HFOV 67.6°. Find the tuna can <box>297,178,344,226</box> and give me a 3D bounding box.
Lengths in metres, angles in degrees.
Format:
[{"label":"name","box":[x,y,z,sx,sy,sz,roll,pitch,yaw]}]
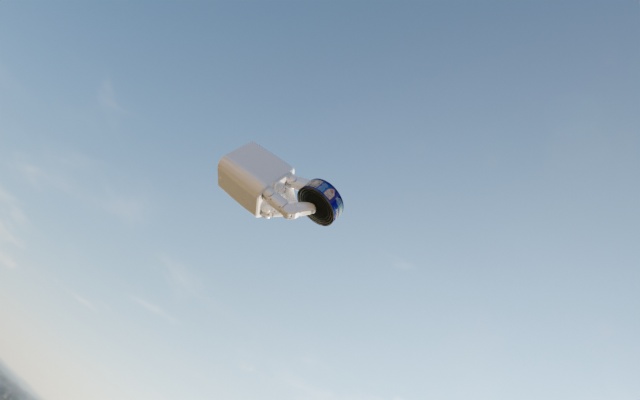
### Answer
[{"label":"tuna can","box":[0.001,0.003,0.873,0.086,0.086,0.033,0,33,48]}]
